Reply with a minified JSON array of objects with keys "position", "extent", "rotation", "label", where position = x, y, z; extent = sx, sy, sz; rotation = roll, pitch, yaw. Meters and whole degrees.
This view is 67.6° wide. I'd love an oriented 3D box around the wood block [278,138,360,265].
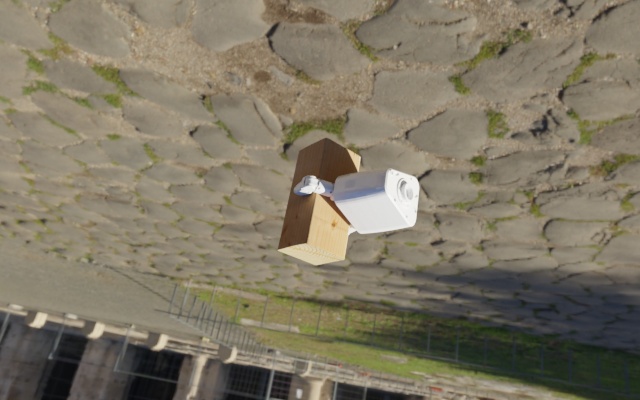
[{"position":[0.000,0.003,0.881],"extent":[0.091,0.206,0.090],"rotation":[26,-27,-31],"label":"wood block"}]
